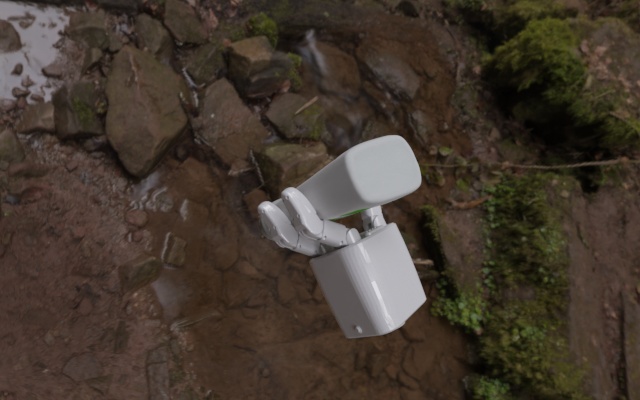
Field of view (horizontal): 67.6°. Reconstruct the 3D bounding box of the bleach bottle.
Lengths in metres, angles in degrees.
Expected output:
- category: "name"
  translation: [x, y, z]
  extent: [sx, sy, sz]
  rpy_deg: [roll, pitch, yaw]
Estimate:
- category: "bleach bottle"
  translation: [0.000, 0.002, 0.589]
  extent: [0.102, 0.068, 0.251]
  rpy_deg: [-19, -6, -37]
